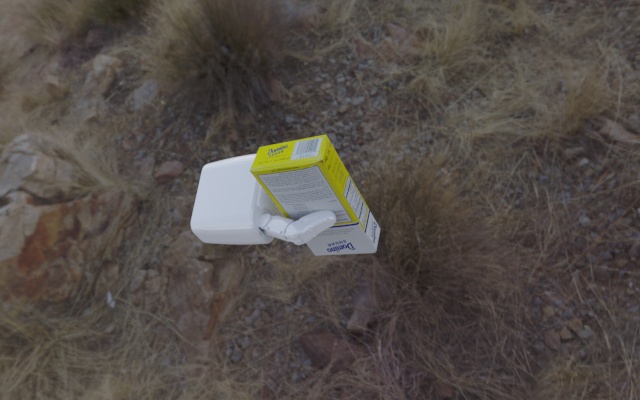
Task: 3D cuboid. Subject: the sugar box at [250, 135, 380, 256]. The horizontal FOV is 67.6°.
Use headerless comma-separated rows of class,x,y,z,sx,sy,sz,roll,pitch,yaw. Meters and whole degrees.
sugar box,0.000,0.001,0.586,0.093,0.048,0.176,-6,-39,27
